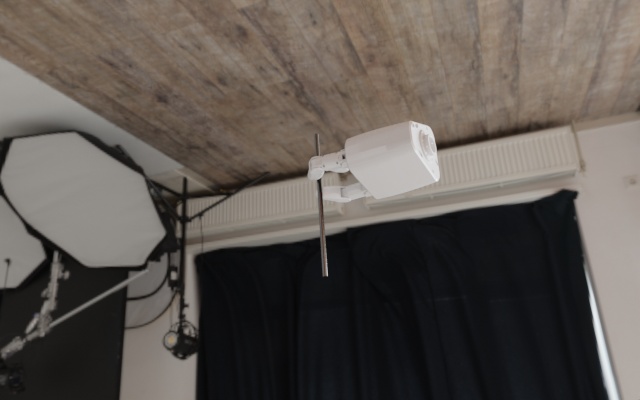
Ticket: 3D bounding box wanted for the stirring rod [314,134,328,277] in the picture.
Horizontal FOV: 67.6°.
[{"bbox_3d":[0.000,0.002,0.767,0.011,0.239,0.011,-3,-19,-1],"label":"stirring rod"}]
